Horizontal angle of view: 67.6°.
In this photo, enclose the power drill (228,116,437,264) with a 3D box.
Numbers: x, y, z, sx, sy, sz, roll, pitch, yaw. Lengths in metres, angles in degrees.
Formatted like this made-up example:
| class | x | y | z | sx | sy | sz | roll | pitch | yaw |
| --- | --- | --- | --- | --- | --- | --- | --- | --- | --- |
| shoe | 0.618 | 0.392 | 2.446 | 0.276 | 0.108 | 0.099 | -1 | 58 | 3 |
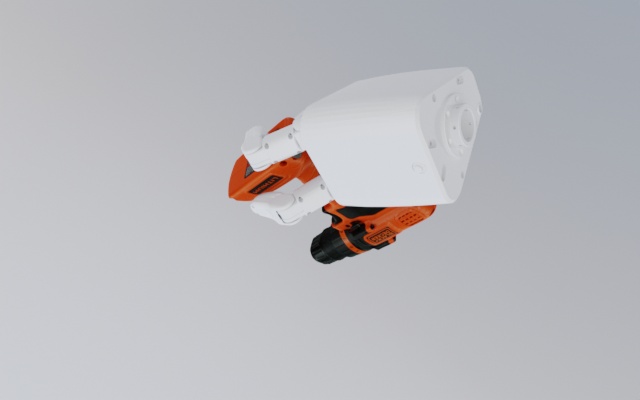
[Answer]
| class | x | y | z | sx | sy | sz | roll | pitch | yaw |
| --- | --- | --- | --- | --- | --- | --- | --- | --- | --- |
| power drill | 0.000 | 0.001 | 0.512 | 0.188 | 0.057 | 0.184 | 27 | -42 | -30 |
